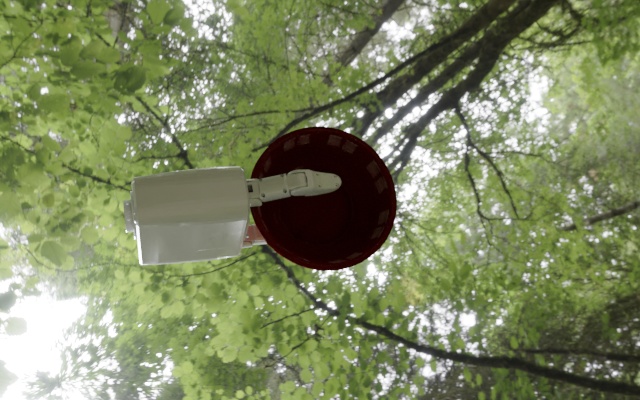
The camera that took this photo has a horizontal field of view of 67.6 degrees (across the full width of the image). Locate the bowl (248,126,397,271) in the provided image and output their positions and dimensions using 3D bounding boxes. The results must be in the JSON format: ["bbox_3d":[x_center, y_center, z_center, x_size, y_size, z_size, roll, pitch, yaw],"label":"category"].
[{"bbox_3d":[0.001,0.002,0.533,0.162,0.162,0.055,0,-17,-11],"label":"bowl"}]
